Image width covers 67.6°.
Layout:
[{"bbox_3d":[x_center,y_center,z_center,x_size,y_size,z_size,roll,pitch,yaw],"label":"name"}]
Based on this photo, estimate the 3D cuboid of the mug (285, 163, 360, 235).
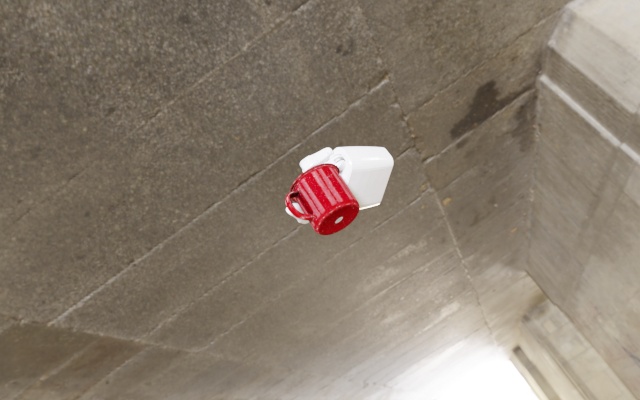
[{"bbox_3d":[-0.001,0.003,0.755,0.117,0.081,0.093,-8,-37,-37],"label":"mug"}]
